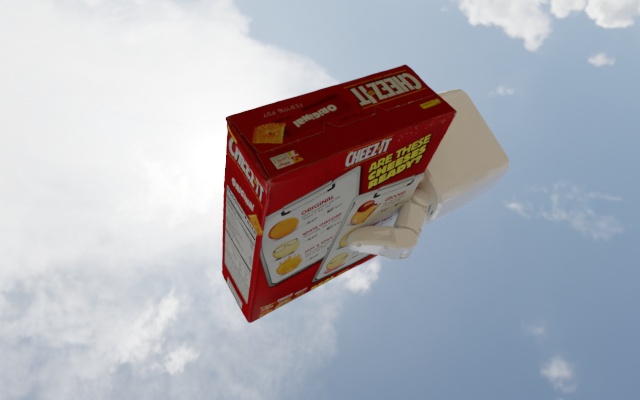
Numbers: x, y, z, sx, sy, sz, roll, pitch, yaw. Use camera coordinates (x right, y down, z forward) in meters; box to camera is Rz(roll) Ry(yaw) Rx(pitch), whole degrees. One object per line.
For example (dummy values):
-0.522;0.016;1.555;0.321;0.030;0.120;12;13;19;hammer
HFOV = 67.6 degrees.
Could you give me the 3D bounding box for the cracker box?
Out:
0.000;0.002;0.415;0.164;0.072;0.214;-23;-29;-27;cracker box
